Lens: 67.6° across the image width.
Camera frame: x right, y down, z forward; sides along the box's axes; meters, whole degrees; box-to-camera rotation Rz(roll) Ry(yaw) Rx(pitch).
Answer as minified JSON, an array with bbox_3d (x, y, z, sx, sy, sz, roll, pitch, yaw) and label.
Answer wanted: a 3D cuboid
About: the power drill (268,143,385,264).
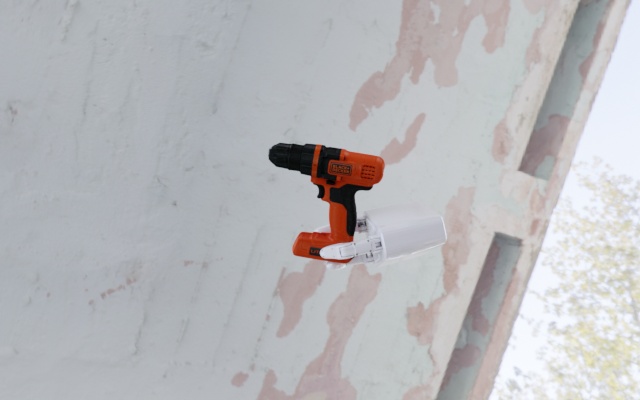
[{"bbox_3d":[0.000,0.003,0.774,0.184,0.188,0.057,10,22,5],"label":"power drill"}]
